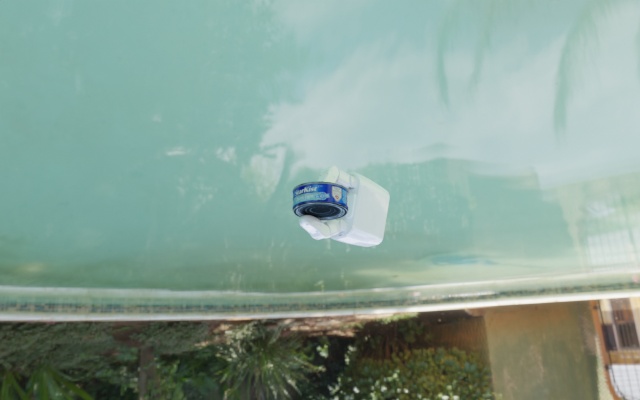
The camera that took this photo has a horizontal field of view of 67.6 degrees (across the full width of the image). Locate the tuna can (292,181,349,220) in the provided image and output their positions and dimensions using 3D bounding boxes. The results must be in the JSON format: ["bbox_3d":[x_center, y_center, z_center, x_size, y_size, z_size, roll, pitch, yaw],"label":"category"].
[{"bbox_3d":[0.000,0.003,0.721,0.086,0.033,0.086,1,-20,0],"label":"tuna can"}]
